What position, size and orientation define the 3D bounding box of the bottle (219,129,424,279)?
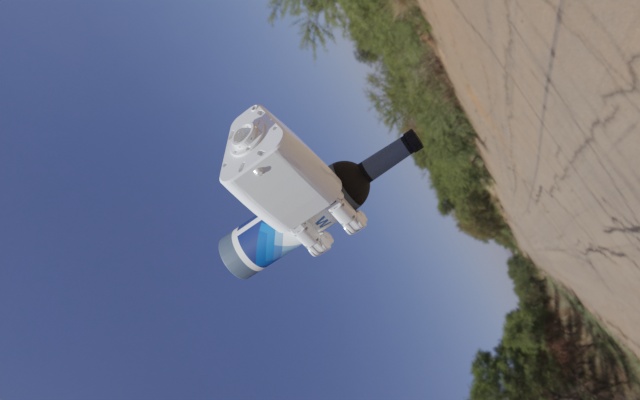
[{"bbox_3d":[0.000,0.002,0.618,0.296,0.069,0.069,-33,-10,16],"label":"bottle"}]
